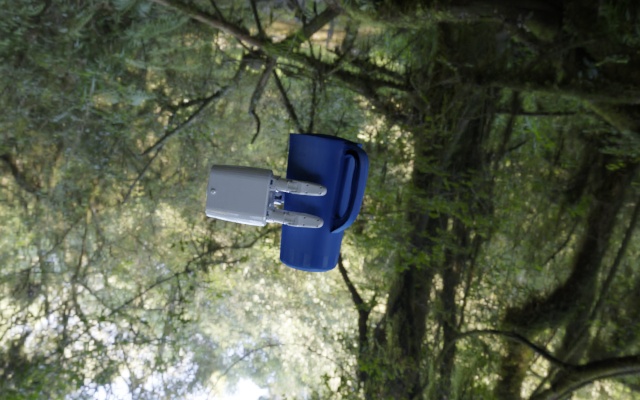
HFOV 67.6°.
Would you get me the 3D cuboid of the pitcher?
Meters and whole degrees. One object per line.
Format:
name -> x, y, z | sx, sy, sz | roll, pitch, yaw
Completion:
pitcher -> 0.000, 0.003, 0.861 | 0.145, 0.243, 0.149 | 8, 6, 1
